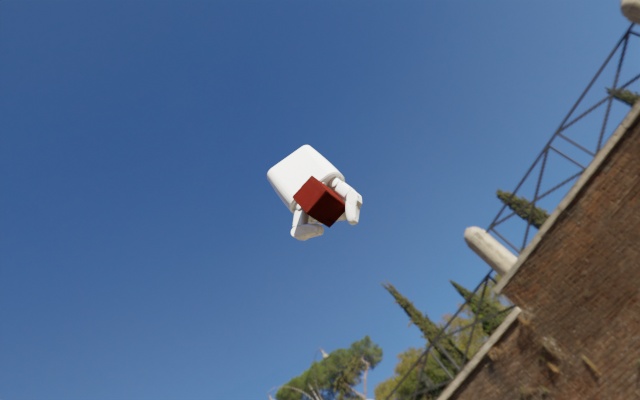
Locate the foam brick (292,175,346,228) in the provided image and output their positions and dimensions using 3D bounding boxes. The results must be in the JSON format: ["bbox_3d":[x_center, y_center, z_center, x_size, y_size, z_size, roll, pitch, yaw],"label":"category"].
[{"bbox_3d":[0.000,0.003,0.826,0.051,0.053,0.078,48,8,39],"label":"foam brick"}]
